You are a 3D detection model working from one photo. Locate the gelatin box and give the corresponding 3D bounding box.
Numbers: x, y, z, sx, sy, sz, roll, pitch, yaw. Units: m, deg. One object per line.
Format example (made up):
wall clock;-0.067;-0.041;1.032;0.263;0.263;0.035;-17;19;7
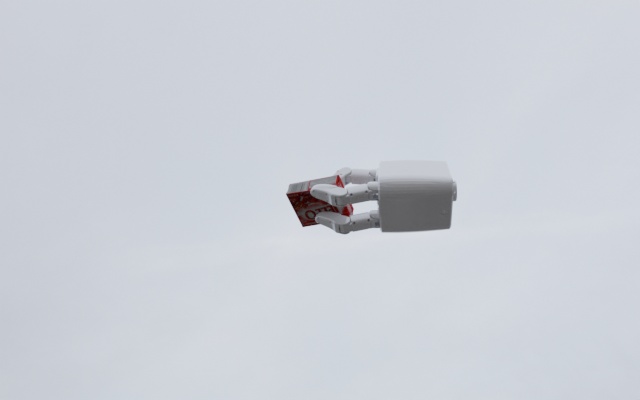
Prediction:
gelatin box;0.000;0.002;0.756;0.089;0.073;0.030;-9;38;21
